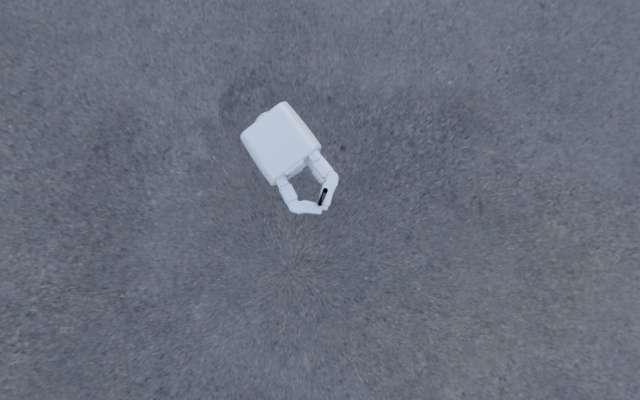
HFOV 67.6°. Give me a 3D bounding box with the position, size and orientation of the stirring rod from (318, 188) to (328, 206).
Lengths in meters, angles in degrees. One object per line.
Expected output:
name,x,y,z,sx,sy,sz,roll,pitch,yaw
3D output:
stirring rod,0.000,0.003,0.826,0.011,0.011,0.239,0,-8,-3
